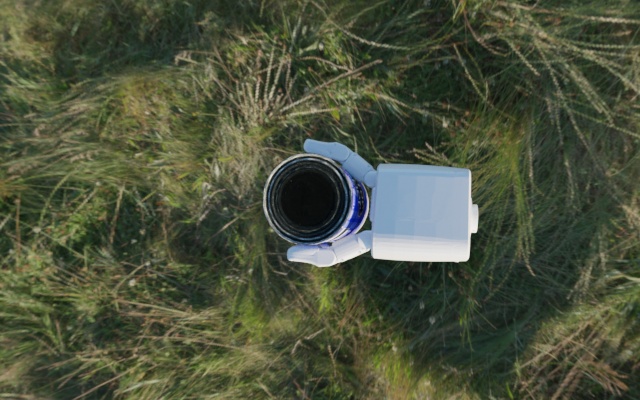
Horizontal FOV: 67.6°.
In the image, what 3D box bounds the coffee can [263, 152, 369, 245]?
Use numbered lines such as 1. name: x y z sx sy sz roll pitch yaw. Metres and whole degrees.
1. coffee can: 0.000 0.002 0.591 0.103 0.103 0.140 0 -3 13
